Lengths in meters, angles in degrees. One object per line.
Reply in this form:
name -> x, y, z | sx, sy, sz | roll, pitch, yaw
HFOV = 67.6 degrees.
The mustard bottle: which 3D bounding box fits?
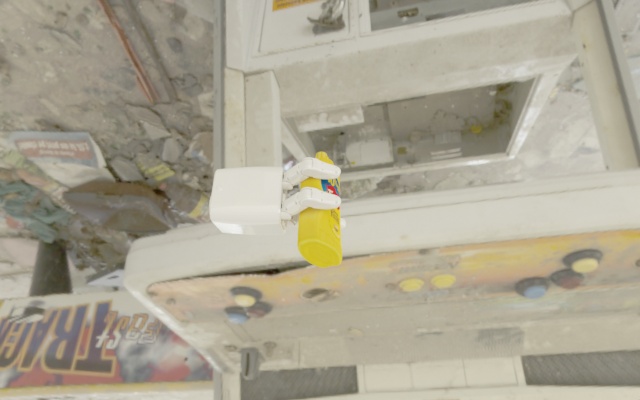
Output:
mustard bottle -> 0.000, 0.003, 0.757 | 0.058, 0.191, 0.096 | -14, -36, 21
